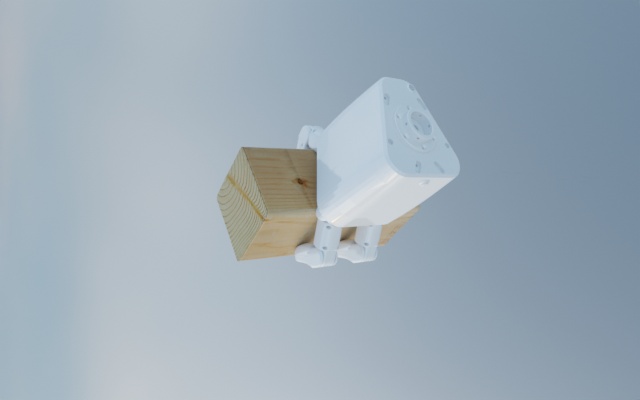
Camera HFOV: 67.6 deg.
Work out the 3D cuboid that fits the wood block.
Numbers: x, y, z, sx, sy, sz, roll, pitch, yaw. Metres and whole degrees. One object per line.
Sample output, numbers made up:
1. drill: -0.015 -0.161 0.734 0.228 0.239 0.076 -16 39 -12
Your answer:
1. wood block: 0.000 0.001 0.554 0.206 0.090 0.090 -1 -37 -35
